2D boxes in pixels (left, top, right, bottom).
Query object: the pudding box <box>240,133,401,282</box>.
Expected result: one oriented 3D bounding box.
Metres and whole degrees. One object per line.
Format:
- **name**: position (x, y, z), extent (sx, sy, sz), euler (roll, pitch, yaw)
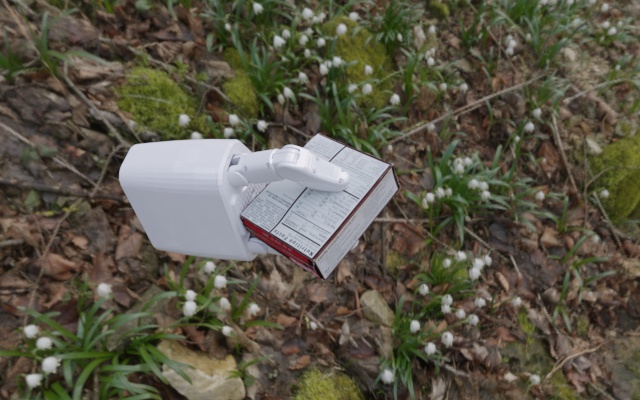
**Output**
- **pudding box**: position (0.000, 0.001, 0.414), extent (0.090, 0.113, 0.039), euler (28, -21, 33)
